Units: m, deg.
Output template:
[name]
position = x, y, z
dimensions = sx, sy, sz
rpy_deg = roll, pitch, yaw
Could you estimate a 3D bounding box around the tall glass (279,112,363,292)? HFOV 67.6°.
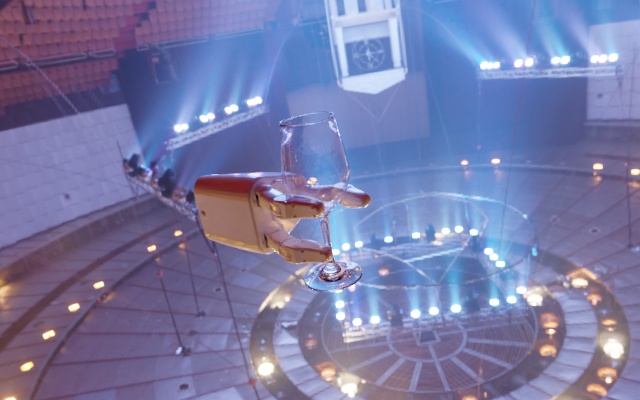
[tall glass]
position = 0.000, 0.002, 0.559
dimensions = 0.079, 0.201, 0.079
rpy_deg = -8, 21, 3
